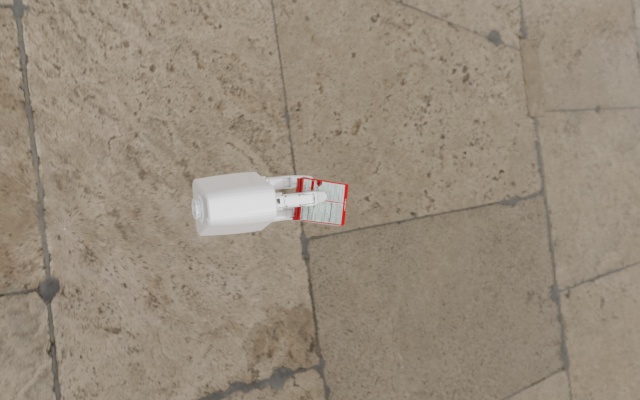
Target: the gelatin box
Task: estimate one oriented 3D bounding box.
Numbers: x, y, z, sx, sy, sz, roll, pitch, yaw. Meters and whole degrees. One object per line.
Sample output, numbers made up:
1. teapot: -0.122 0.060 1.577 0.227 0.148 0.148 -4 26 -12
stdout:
1. gelatin box: 0.001 0.003 0.812 0.089 0.073 0.030 8 -5 -22
